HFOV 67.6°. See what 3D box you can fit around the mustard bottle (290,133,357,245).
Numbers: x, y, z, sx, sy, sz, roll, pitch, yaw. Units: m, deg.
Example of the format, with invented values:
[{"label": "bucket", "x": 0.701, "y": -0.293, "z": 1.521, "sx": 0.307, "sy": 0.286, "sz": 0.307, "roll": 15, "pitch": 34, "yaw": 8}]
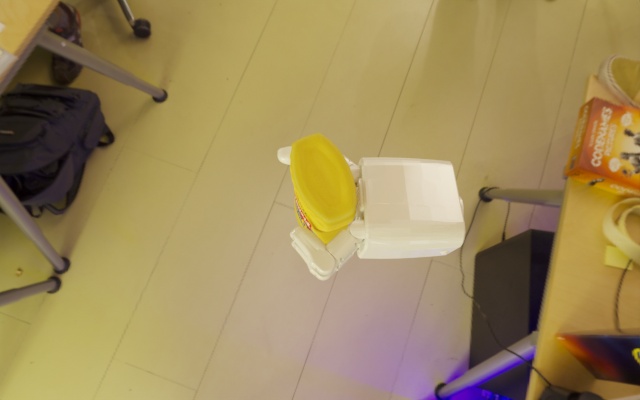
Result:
[{"label": "mustard bottle", "x": 0.000, "y": 0.002, "z": 0.554, "sx": 0.058, "sy": 0.096, "sz": 0.192, "roll": -23, "pitch": -14, "yaw": -8}]
